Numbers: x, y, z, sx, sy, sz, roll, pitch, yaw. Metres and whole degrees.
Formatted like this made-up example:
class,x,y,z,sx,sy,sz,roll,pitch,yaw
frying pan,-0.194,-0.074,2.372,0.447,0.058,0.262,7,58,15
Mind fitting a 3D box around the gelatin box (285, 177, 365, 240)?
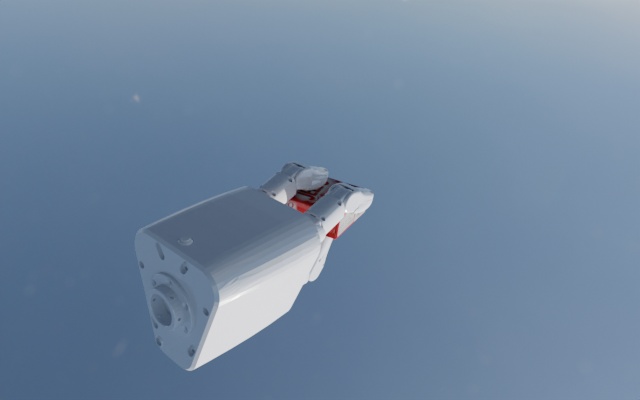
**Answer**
class,x,y,z,sx,sy,sz,roll,pitch,yaw
gelatin box,0.000,0.002,0.481,0.073,0.030,0.089,18,23,19
